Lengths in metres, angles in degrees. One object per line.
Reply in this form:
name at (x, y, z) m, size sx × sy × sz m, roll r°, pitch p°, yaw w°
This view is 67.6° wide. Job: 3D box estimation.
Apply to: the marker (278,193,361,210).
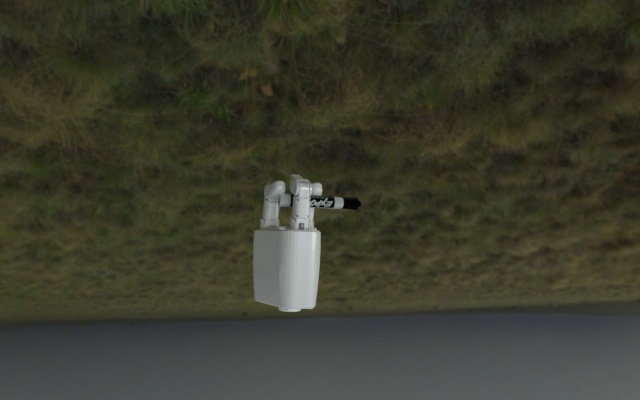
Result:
marker at (0.000, 0.002, 0.678) m, size 0.121 × 0.020 × 0.020 m, roll 3°, pitch -1°, yaw -17°
